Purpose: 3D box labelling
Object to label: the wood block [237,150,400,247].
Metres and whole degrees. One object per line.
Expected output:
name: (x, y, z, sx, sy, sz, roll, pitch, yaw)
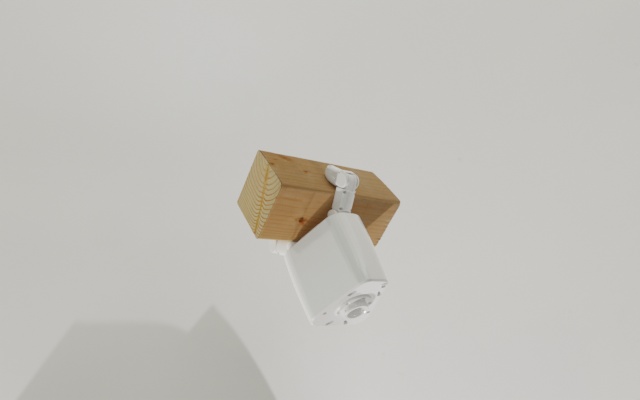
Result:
wood block: (0.000, 0.002, 0.691, 0.206, 0.091, 0.090, 8, 30, -35)
